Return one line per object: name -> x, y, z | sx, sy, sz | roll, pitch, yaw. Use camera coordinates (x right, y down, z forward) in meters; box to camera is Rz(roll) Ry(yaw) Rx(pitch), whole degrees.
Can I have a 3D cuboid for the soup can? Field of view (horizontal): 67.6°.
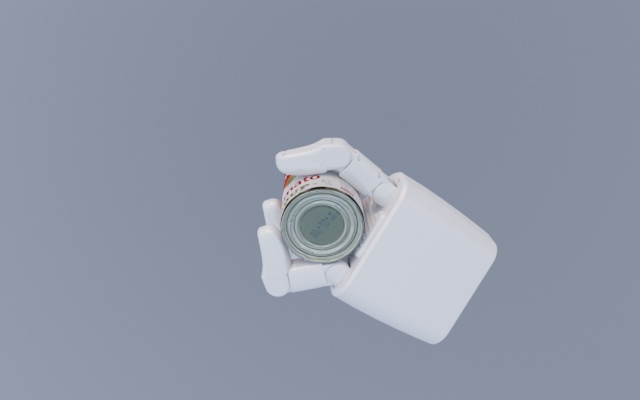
soup can -> 0.000, 0.001, 0.414 | 0.068, 0.068, 0.102 | 0, 23, -2
